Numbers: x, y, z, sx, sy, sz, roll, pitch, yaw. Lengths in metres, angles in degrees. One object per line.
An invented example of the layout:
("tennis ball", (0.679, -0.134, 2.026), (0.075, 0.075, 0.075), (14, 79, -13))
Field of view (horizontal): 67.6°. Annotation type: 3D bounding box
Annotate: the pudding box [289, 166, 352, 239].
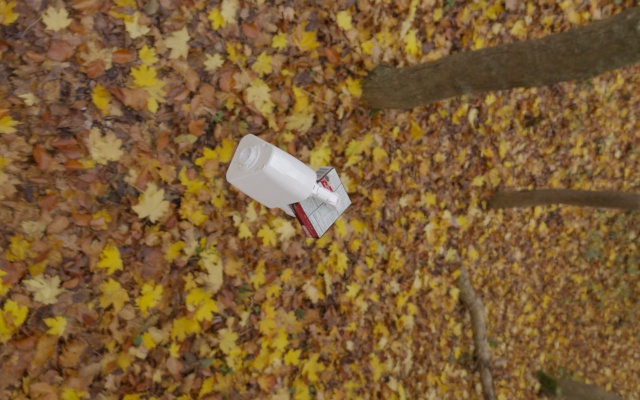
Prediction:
("pudding box", (0.000, 0.003, 0.891), (0.039, 0.090, 0.113), (6, 42, 47))
